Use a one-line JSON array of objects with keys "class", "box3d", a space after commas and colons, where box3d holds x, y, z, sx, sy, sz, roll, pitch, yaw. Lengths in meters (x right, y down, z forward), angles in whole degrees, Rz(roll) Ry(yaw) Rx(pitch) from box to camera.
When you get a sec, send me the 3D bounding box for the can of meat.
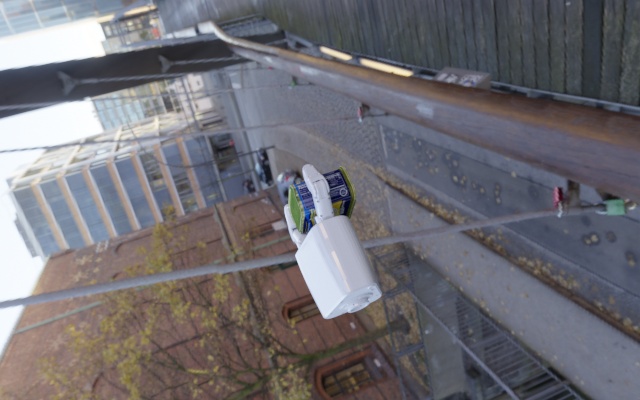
[{"class": "can of meat", "box3d": [0.000, 0.002, 0.710, 0.084, 0.057, 0.102, -19, -23, -13]}]
